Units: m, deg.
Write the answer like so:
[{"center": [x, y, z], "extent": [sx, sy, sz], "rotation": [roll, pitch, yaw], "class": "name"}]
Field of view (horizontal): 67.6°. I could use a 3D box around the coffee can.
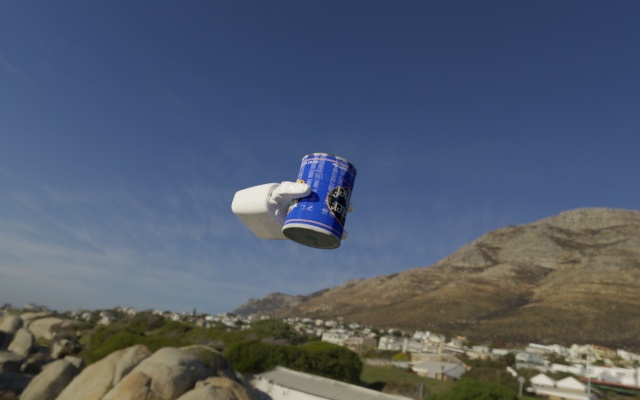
[{"center": [0.000, 0.003, 0.838], "extent": [0.103, 0.140, 0.103], "rotation": [13, -21, 5], "class": "coffee can"}]
